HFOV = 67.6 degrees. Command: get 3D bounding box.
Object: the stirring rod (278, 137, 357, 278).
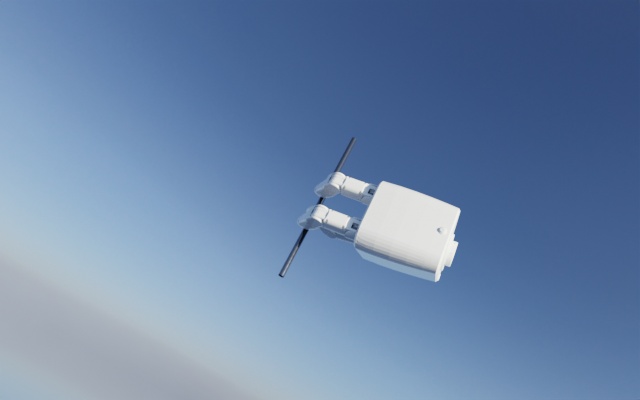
[{"bbox_3d":[0.000,0.002,0.665,0.011,0.239,0.011,22,-27,12],"label":"stirring rod"}]
